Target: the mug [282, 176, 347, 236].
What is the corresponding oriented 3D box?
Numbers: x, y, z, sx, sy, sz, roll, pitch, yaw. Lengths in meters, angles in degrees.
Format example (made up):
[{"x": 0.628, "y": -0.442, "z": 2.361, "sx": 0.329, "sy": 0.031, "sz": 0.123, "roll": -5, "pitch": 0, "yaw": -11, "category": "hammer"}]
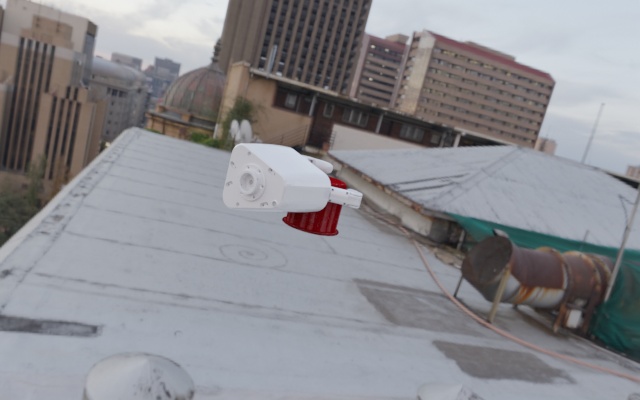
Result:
[{"x": 0.001, "y": 0.002, "z": 0.764, "sx": 0.093, "sy": 0.081, "sz": 0.117, "roll": 20, "pitch": 12, "yaw": 31, "category": "mug"}]
